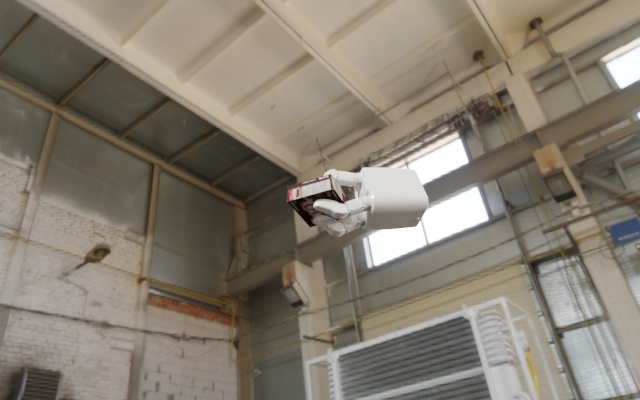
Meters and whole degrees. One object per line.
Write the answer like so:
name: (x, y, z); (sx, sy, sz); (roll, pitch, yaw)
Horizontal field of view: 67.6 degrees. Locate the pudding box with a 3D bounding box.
pudding box: (0.000, 0.003, 0.881); (0.090, 0.039, 0.113); (-16, -35, 15)
